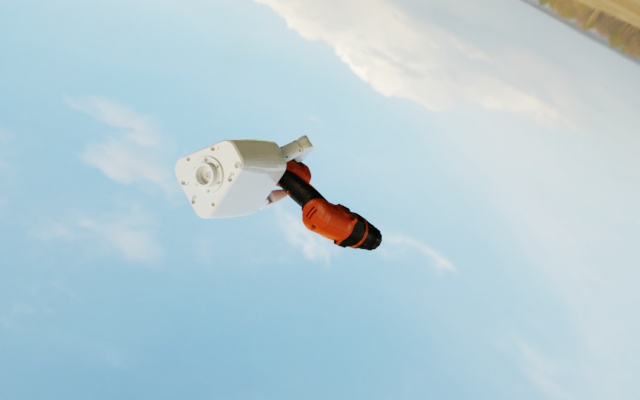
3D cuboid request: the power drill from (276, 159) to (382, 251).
[{"bbox_3d":[0.000,0.002,0.741,0.187,0.057,0.184,42,8,36],"label":"power drill"}]
